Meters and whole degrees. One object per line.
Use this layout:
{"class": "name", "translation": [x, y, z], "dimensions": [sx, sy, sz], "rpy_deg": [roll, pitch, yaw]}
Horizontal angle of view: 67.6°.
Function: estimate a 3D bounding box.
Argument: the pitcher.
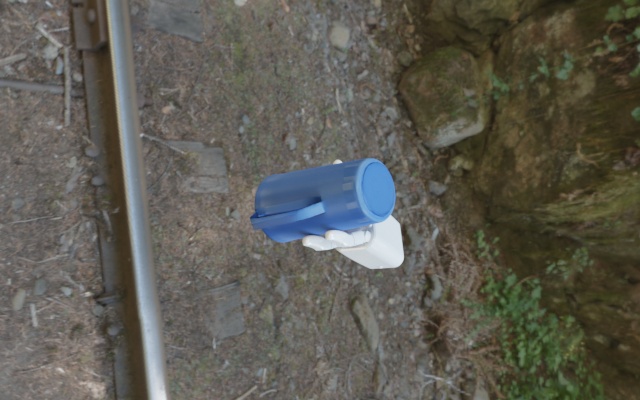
{"class": "pitcher", "translation": [0.000, 0.003, 0.846], "dimensions": [0.243, 0.149, 0.145], "rpy_deg": [-11, -36, 41]}
